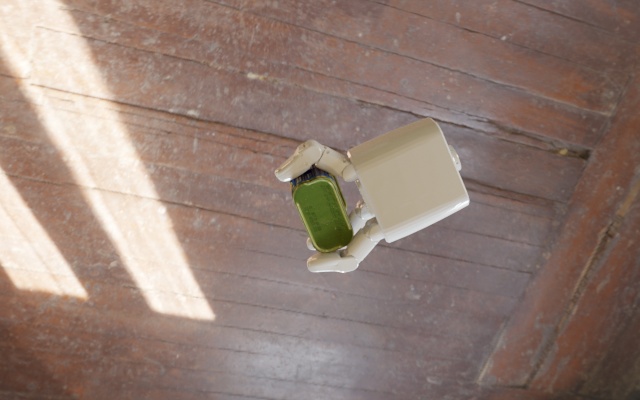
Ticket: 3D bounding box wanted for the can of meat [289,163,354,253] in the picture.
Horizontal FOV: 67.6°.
[{"bbox_3d":[0.000,0.002,0.579,0.057,0.102,0.084,-22,25,3],"label":"can of meat"}]
